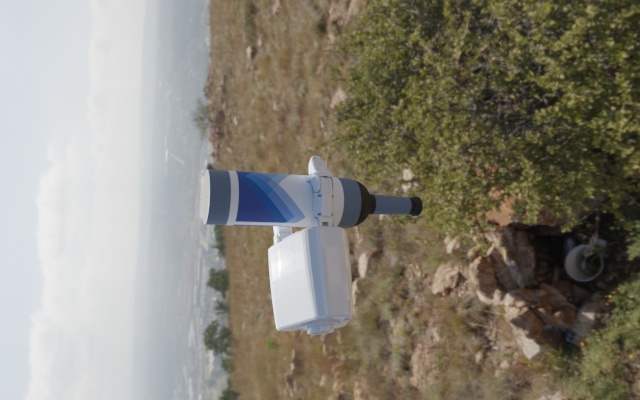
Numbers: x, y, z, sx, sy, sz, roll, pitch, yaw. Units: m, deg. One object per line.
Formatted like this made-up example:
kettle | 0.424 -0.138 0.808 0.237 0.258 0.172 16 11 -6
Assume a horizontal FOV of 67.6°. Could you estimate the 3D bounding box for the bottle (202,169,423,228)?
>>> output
bottle | 0.000 0.002 0.623 0.296 0.069 0.069 3 -1 -21
